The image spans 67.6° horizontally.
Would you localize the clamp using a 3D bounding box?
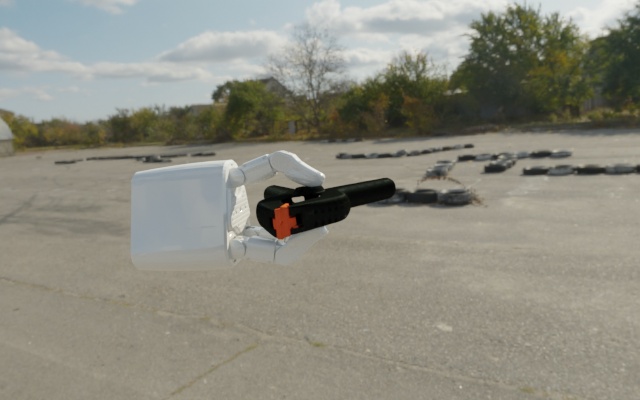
[{"bbox_3d":[0.000,0.001,0.505,0.164,0.036,0.210,-5,8,7],"label":"clamp"}]
